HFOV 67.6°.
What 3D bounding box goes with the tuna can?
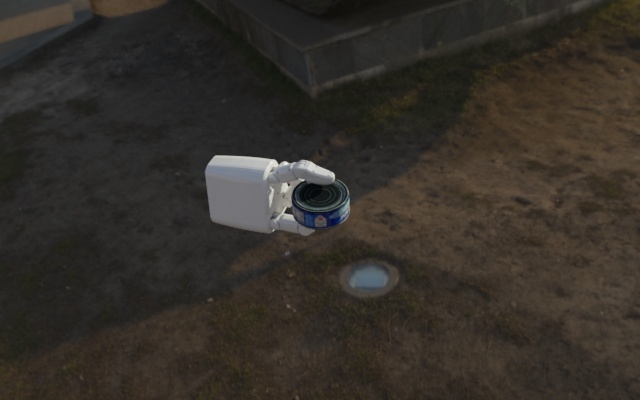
[{"bbox_3d":[0.000,0.002,0.698,0.086,0.034,0.086,-2,39,2],"label":"tuna can"}]
